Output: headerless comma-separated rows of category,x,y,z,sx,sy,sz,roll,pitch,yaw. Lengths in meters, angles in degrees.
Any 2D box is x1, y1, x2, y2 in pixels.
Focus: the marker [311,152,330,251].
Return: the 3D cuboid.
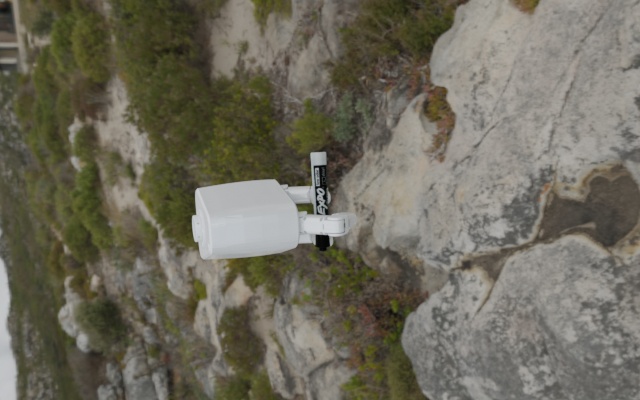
marker,0.000,0.002,0.582,0.020,0.121,0.020,-3,7,0
